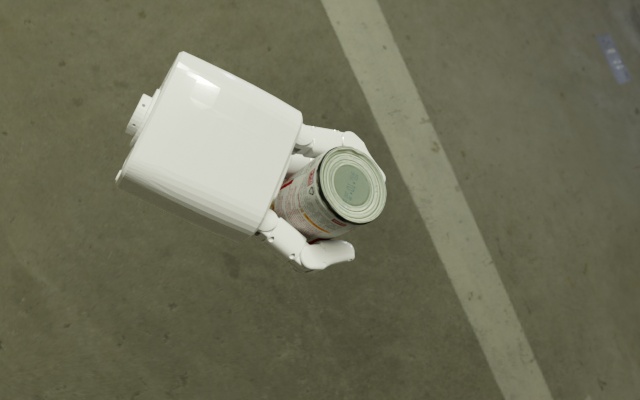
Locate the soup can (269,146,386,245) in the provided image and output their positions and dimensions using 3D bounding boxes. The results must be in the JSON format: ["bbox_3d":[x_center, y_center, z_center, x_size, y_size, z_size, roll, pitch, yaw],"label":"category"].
[{"bbox_3d":[0.001,0.002,0.416,0.068,0.068,0.102,0,-17,-34],"label":"soup can"}]
